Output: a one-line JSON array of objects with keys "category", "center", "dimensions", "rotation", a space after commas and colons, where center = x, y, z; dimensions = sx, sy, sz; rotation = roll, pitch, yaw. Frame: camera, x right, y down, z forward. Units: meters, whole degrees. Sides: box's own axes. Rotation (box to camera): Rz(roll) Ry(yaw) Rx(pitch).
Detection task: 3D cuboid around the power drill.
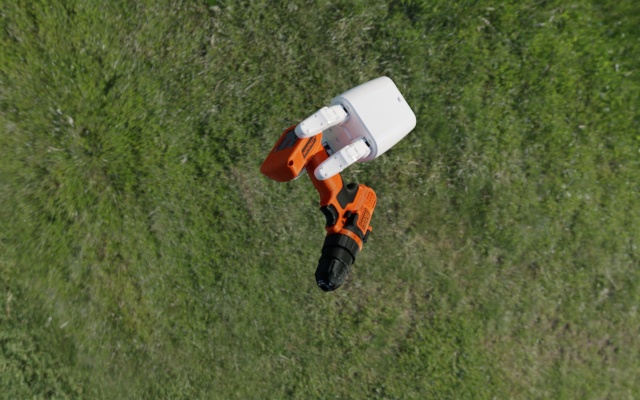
[{"category": "power drill", "center": [0.000, 0.002, 0.639], "dimensions": [0.057, 0.188, 0.184], "rotation": [-13, 36, 34]}]
